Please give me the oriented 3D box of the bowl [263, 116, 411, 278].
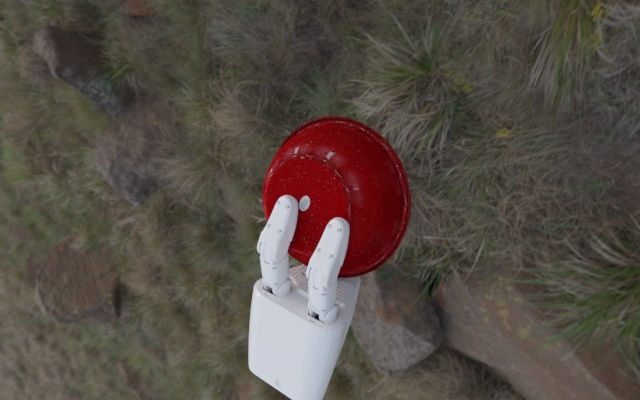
[{"bbox_3d":[0.000,0.000,0.452,0.162,0.162,0.055,0,7,31],"label":"bowl"}]
